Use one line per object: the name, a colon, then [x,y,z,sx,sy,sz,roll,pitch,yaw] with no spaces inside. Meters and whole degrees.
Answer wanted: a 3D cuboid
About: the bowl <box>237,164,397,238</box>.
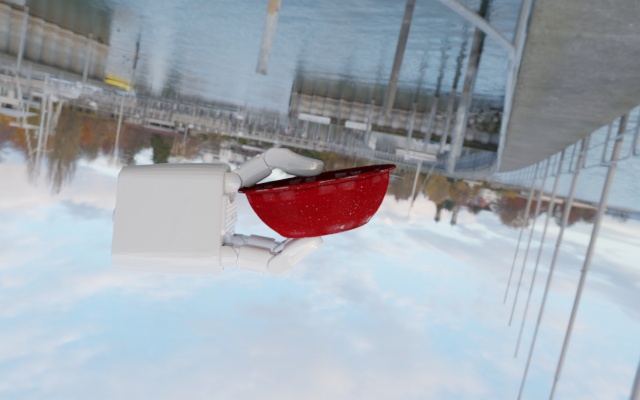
bowl: [0.001,0.002,0.485,0.162,0.055,0.162,-9,6,1]
